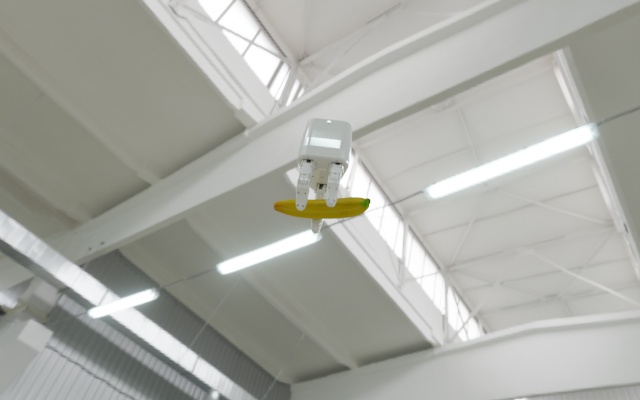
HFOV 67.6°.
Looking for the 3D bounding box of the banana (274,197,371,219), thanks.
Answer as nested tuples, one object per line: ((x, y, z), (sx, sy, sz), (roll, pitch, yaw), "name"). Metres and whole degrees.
((0.011, 0.010, 0.890), (0.198, 0.037, 0.070), (-5, -27, 25), "banana")
